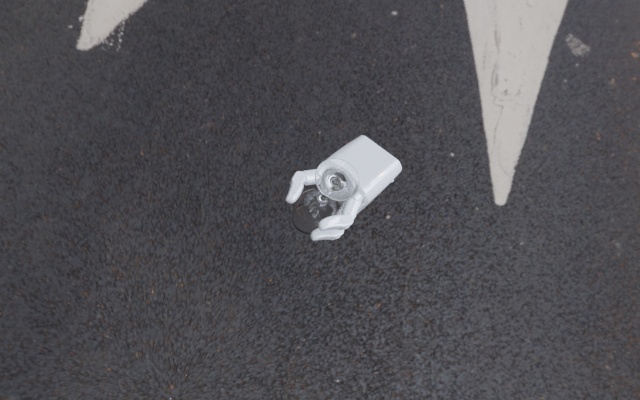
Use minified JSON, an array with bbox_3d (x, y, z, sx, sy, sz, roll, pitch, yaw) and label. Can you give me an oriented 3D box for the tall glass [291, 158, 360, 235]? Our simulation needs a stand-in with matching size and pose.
[{"bbox_3d":[0.000,0.003,0.842,0.079,0.079,0.201,0,-22,-17],"label":"tall glass"}]
